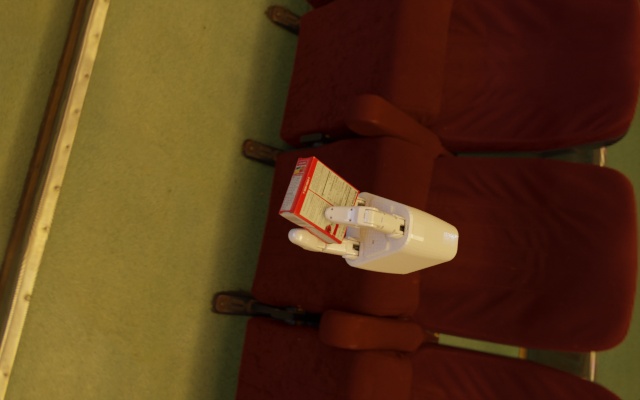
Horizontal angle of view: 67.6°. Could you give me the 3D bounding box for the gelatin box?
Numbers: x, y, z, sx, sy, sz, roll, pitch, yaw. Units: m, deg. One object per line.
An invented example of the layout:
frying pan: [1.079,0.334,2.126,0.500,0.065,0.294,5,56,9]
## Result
gelatin box: [0.000,0.002,0.563,0.030,0.073,0.089,-2,-28,45]
